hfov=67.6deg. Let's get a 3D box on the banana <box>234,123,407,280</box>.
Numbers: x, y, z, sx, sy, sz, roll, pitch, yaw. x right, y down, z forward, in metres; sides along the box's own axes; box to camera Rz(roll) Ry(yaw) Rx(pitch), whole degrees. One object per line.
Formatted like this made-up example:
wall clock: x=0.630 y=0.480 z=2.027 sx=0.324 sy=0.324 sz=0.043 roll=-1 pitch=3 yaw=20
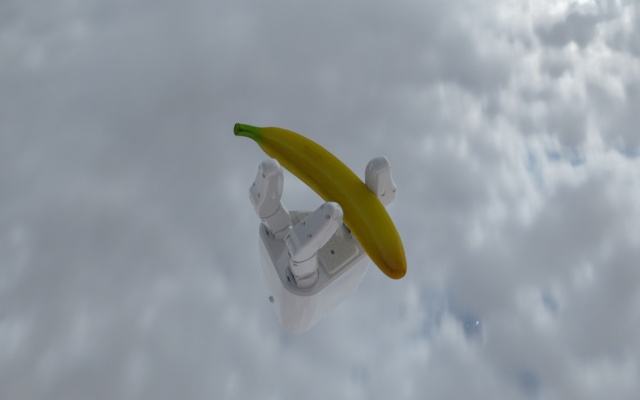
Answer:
banana: x=0.009 y=-0.008 z=0.429 sx=0.197 sy=0.037 sz=0.069 roll=41 pitch=42 yaw=16
